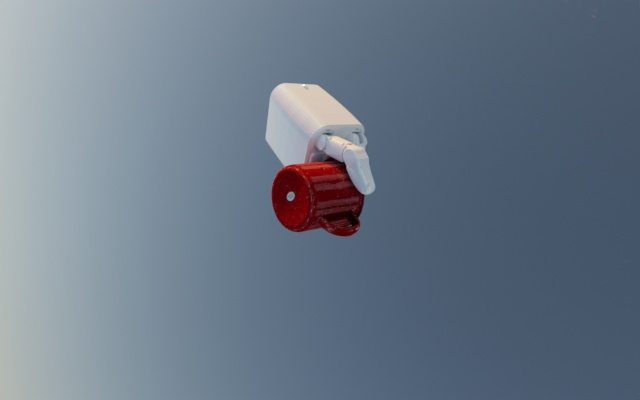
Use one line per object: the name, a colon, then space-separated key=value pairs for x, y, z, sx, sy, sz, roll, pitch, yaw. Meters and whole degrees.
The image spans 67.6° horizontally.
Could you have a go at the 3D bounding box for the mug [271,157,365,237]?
mug: x=0.001 y=0.003 z=0.584 sx=0.081 sy=0.093 sz=0.117 roll=-9 pitch=48 yaw=-42
